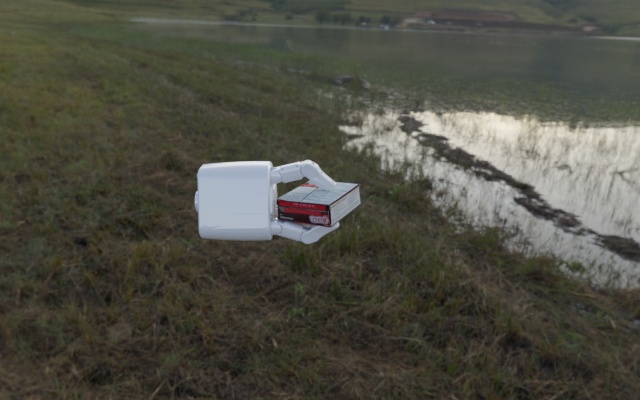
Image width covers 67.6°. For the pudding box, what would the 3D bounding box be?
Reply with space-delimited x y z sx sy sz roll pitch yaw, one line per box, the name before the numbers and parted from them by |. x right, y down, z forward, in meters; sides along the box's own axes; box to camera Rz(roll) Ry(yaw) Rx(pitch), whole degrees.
pudding box | 0.000 0.002 0.723 0.090 0.039 0.113 7 23 27
